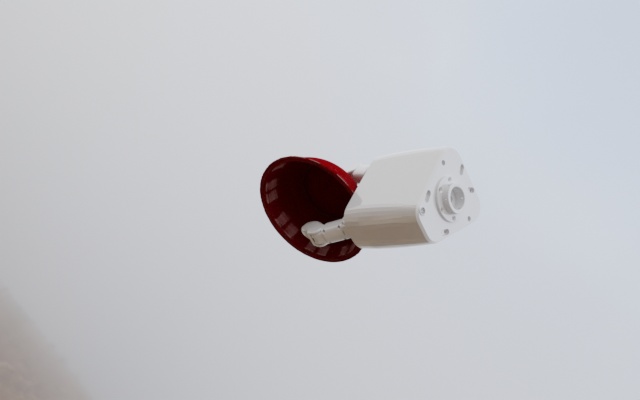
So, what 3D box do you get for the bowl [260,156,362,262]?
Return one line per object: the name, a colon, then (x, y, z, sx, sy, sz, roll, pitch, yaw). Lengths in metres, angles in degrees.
bowl: (-0.001, 0.002, 0.633, 0.162, 0.162, 0.055, 0, 31, 36)
